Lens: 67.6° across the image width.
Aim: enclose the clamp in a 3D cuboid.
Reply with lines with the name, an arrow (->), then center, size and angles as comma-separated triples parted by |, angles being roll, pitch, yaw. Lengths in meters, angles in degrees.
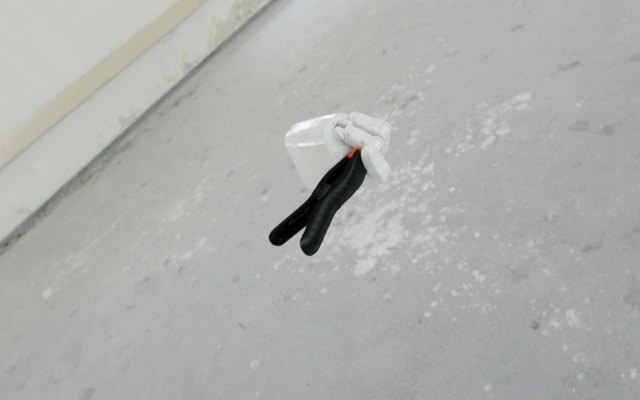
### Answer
clamp -> 0.000, 0.002, 0.625 | 0.120, 0.171, 0.039 | -1, -46, 53
